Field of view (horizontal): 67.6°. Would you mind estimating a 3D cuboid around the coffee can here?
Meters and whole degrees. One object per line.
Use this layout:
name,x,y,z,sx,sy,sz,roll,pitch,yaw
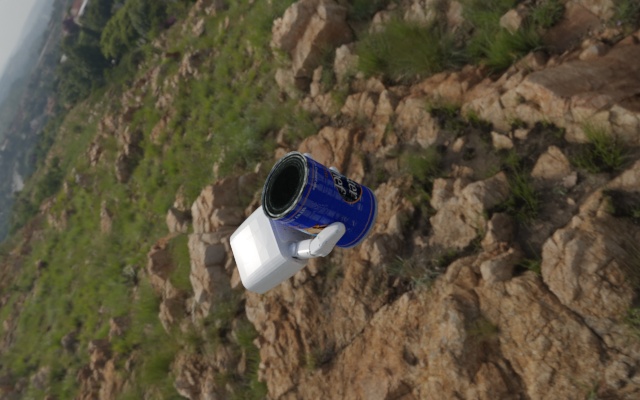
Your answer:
coffee can,0.000,0.002,0.700,0.140,0.102,0.103,25,-15,-35
